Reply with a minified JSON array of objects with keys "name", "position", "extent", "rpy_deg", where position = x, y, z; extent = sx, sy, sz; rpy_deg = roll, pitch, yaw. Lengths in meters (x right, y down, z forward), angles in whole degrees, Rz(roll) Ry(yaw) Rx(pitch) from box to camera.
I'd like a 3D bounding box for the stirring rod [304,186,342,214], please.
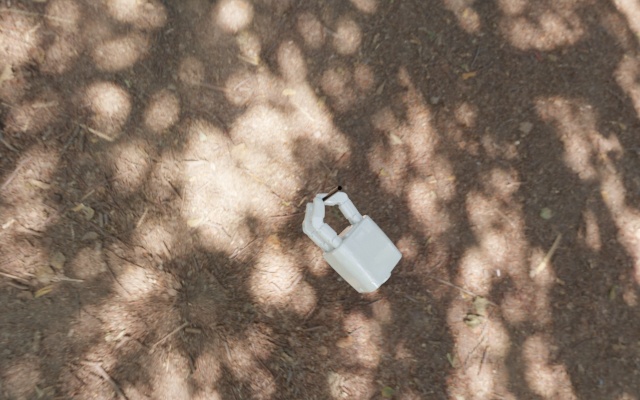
[{"name":"stirring rod","position":[0.000,0.003,0.899],"extent":[0.011,0.011,0.239],"rpy_deg":[0,-11,-16]}]
